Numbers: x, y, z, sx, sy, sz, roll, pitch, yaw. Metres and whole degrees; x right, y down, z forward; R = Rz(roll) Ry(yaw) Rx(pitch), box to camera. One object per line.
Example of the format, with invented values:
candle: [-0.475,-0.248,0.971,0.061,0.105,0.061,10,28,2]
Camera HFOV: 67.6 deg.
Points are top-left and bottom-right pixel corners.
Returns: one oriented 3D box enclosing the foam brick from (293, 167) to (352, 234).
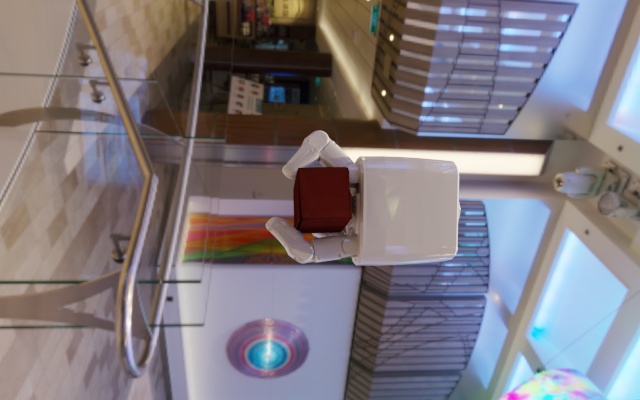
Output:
foam brick: [0.000,0.002,0.489,0.051,0.053,0.078,-1,-14,-7]
